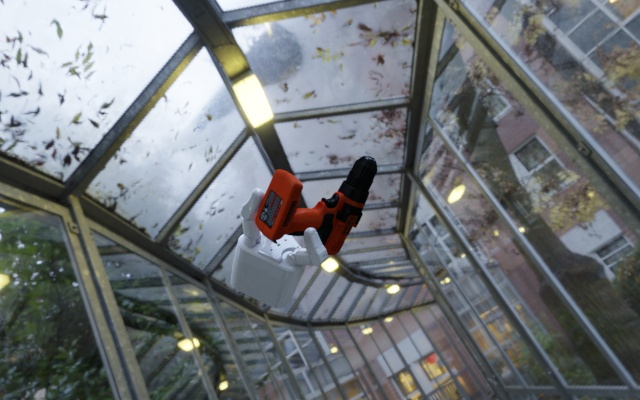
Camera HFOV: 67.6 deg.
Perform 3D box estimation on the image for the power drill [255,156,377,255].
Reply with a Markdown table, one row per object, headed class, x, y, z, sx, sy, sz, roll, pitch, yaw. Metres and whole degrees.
| class | x | y | z | sx | sy | sz | roll | pitch | yaw |
| --- | --- | --- | --- | --- | --- | --- | --- | --- | --- |
| power drill | 0.000 | 0.003 | 0.762 | 0.188 | 0.184 | 0.057 | 9 | 20 | -45 |
